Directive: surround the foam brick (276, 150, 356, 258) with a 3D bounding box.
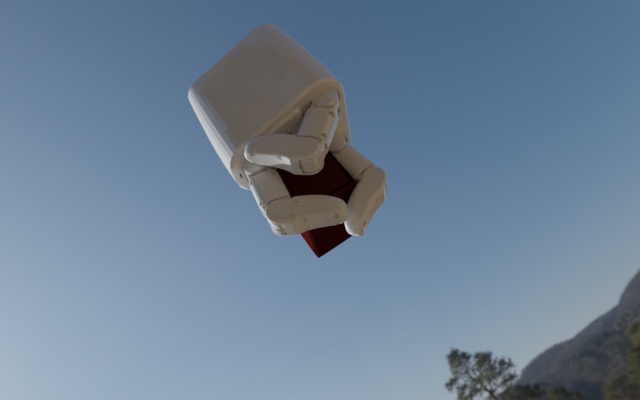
[{"bbox_3d":[0.000,0.002,0.416,0.053,0.051,0.078,-32,-34,-11],"label":"foam brick"}]
